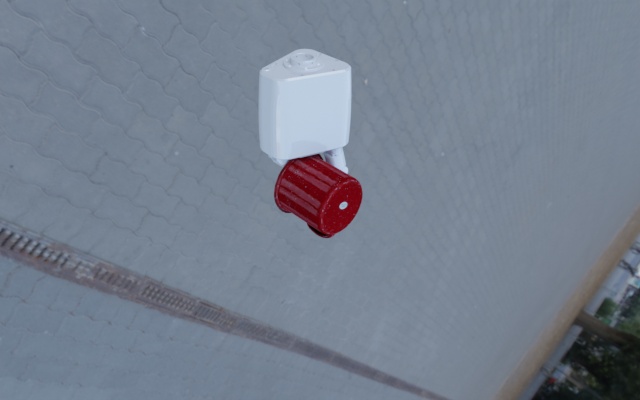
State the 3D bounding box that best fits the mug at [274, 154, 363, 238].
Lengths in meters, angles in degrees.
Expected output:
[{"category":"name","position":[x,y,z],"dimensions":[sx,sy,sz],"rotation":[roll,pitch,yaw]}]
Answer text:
[{"category":"mug","position":[0.000,0.003,0.632],"dimensions":[0.093,0.117,0.081],"rotation":[-29,46,-35]}]
